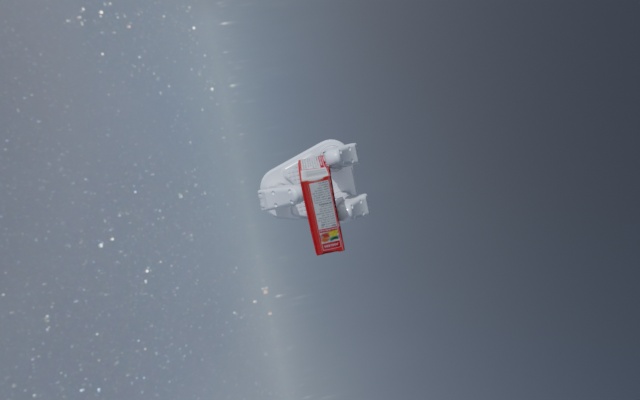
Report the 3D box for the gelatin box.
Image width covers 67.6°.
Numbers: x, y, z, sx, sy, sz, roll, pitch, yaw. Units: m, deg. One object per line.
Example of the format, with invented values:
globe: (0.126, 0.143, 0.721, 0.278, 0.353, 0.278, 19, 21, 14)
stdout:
gelatin box: (0.000, 0.002, 0.462, 0.030, 0.073, 0.089, -11, 18, 0)
